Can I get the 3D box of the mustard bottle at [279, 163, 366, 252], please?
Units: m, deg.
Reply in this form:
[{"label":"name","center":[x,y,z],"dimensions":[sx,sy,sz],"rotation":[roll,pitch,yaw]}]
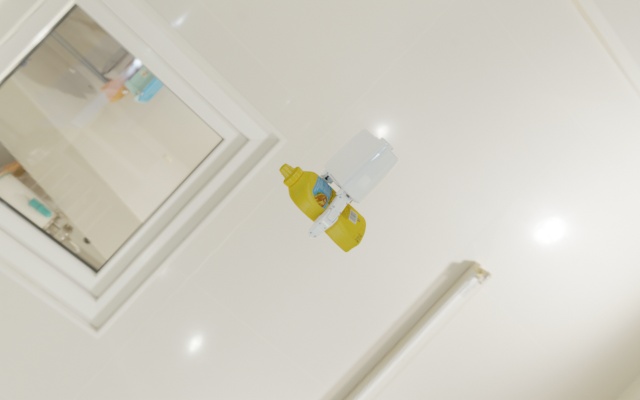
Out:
[{"label":"mustard bottle","center":[0.000,0.003,0.869],"dimensions":[0.058,0.192,0.096],"rotation":[-37,18,30]}]
